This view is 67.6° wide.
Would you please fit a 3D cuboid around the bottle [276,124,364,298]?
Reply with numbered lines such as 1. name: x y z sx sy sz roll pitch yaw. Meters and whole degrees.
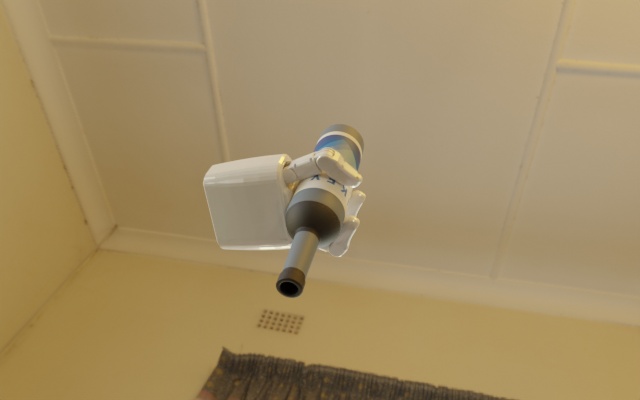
1. bottle: 0.000 0.002 0.580 0.069 0.069 0.295 0 35 15
